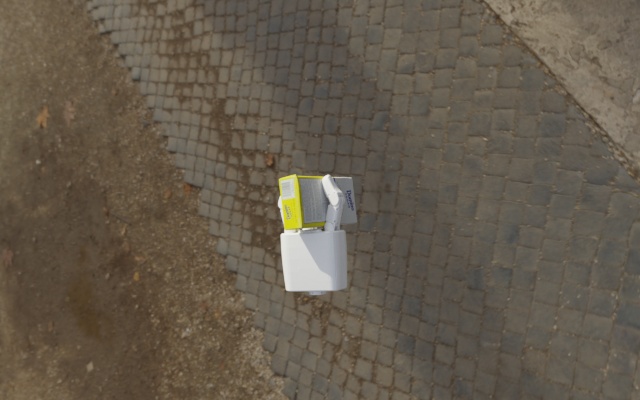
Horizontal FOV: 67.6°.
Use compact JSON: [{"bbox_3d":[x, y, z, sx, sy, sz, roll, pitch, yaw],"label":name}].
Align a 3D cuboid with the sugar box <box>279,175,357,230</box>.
[{"bbox_3d":[0.000,0.003,0.884,0.048,0.093,0.176,-9,-5,34],"label":"sugar box"}]
